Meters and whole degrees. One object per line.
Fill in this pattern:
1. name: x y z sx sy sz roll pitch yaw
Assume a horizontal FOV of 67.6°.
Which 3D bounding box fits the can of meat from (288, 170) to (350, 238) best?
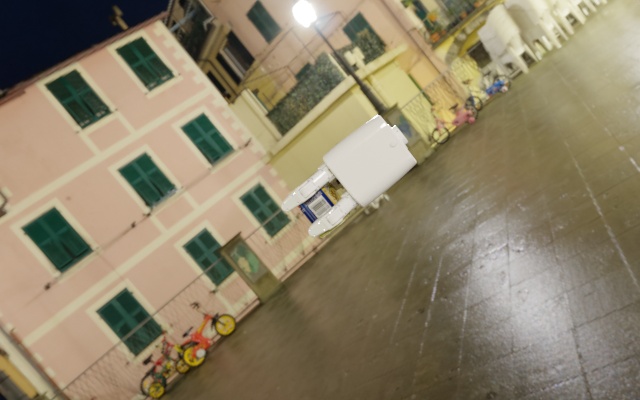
1. can of meat: 0.000 0.002 0.762 0.057 0.084 0.102 -38 4 12
